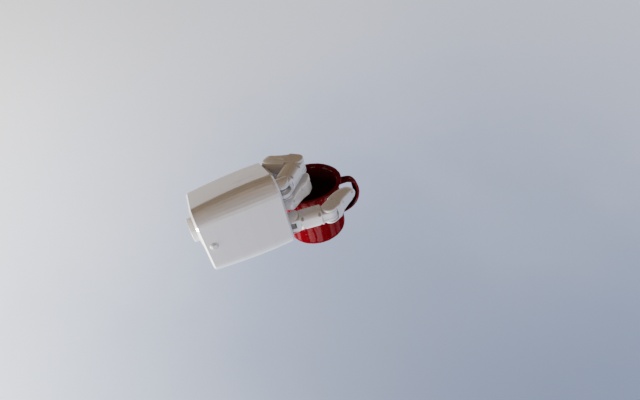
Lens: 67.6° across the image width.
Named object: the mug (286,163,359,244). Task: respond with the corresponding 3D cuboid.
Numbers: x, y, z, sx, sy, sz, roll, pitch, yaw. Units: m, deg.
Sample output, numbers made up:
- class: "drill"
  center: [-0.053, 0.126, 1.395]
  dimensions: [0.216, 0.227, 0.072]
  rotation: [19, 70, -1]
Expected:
- class: "mug"
  center: [0.001, 0.002, 0.679]
  dimensions: [0.117, 0.082, 0.093]
  rotation: [-21, 38, -11]
